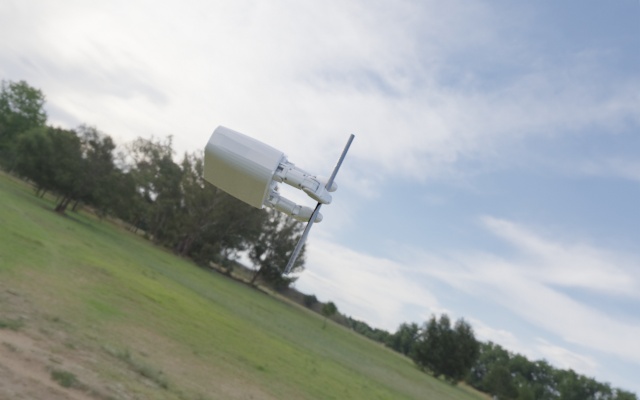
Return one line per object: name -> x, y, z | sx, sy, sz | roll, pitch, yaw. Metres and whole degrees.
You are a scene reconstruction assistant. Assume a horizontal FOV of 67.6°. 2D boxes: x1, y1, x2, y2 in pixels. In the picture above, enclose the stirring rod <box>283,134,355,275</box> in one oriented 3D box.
stirring rod -> 0.000, 0.002, 0.723 | 0.011, 0.239, 0.011 | 24, -14, 6
